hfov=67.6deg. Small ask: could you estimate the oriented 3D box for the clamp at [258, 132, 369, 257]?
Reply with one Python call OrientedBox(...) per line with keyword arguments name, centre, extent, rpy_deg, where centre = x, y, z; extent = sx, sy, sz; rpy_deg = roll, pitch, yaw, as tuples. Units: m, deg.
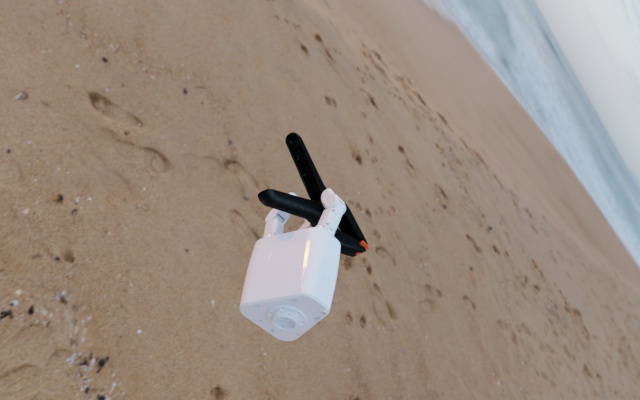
OrientedBox(name="clamp", centre=(0.001, 0.002, 0.714), extent=(0.036, 0.164, 0.210), rpy_deg=(-29, -57, 31))
